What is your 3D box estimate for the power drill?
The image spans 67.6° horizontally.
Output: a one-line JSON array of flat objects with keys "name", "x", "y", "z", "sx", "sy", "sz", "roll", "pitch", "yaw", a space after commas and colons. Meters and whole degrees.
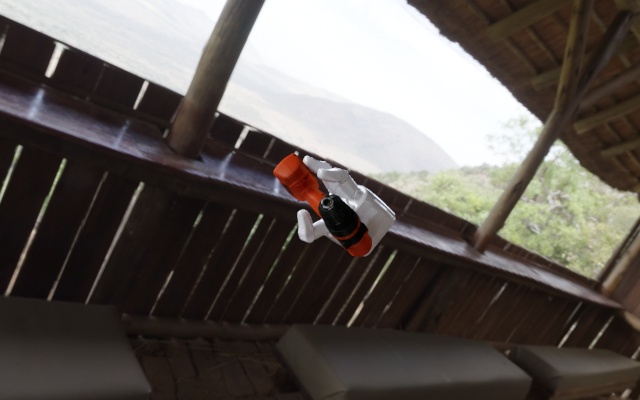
[{"name": "power drill", "x": 0.000, "y": 0.002, "z": 0.795, "sx": 0.187, "sy": 0.057, "sz": 0.184, "roll": 47, "pitch": -4, "yaw": 34}]
